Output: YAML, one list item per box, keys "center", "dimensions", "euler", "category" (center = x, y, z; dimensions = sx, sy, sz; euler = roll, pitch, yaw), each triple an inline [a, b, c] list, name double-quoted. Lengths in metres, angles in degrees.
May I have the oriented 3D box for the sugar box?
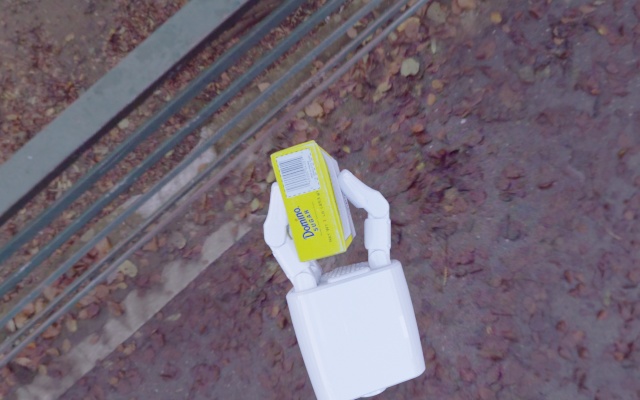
- center: [0.000, 0.002, 0.462]
  dimensions: [0.048, 0.093, 0.176]
  euler: [-15, -3, 4]
  category: "sugar box"
